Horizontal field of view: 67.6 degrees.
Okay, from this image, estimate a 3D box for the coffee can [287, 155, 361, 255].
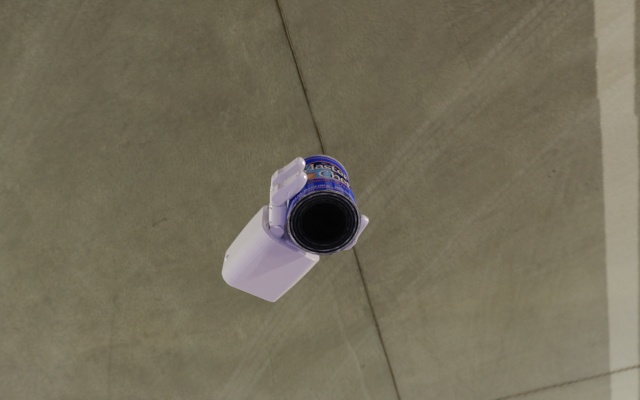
[{"bbox_3d":[0.000,0.002,0.717,0.103,0.103,0.140,0,25,-4],"label":"coffee can"}]
